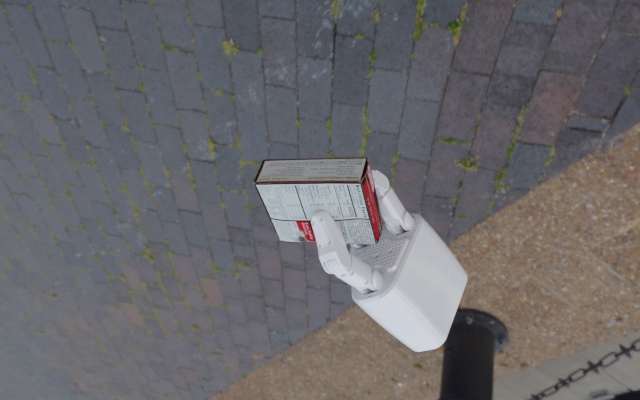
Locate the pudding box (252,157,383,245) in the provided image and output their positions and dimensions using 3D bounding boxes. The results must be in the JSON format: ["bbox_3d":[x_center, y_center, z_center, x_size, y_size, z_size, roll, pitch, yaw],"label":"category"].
[{"bbox_3d":[0.000,0.002,0.478,0.113,0.090,0.039,-1,44,18],"label":"pudding box"}]
